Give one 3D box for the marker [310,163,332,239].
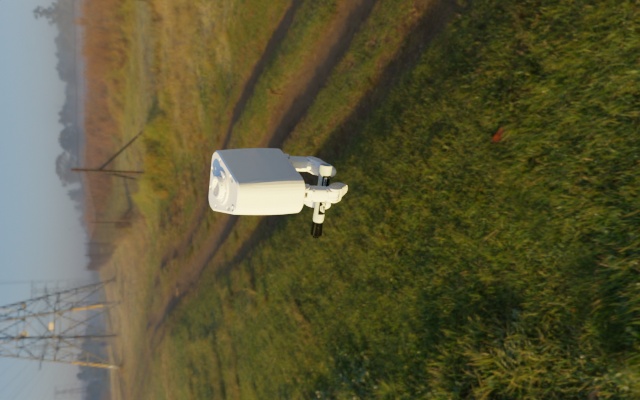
[{"bbox_3d":[0.000,0.002,0.746,0.020,0.121,0.020,8,18,-2],"label":"marker"}]
